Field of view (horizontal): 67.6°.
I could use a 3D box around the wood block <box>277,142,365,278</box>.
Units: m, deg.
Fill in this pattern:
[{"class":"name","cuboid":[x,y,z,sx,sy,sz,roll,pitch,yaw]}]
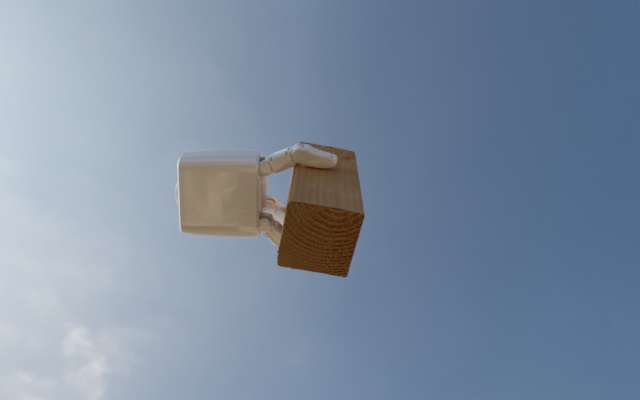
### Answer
[{"class":"wood block","cuboid":[0.000,0.002,0.642,0.090,0.091,0.206,11,26,-4]}]
